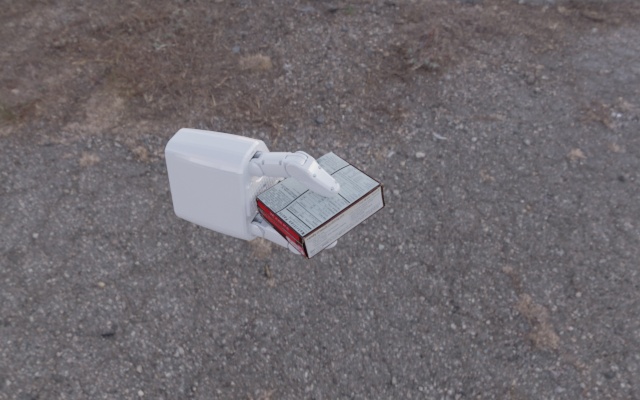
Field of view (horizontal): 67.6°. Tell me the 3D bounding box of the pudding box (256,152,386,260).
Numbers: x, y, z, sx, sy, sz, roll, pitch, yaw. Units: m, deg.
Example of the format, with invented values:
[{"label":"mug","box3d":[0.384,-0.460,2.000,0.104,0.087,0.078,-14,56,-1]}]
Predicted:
[{"label":"pudding box","box3d":[0.000,0.002,0.521,0.113,0.039,0.090,-34,48,-20]}]
